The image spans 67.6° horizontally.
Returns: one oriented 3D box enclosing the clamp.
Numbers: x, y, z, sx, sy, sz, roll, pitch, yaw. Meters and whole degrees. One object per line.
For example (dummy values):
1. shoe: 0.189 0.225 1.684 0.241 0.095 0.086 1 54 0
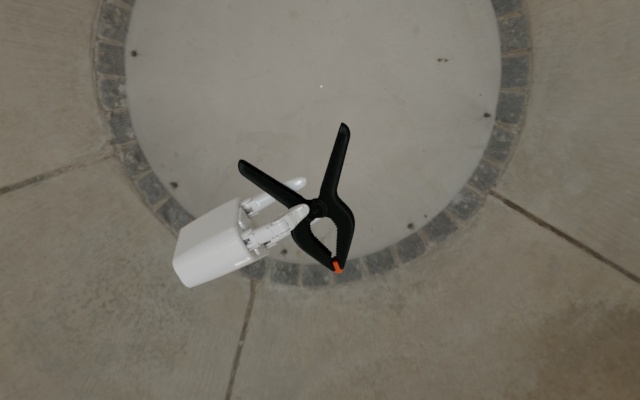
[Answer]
1. clamp: 0.000 0.003 0.678 0.164 0.210 0.036 -25 12 11
